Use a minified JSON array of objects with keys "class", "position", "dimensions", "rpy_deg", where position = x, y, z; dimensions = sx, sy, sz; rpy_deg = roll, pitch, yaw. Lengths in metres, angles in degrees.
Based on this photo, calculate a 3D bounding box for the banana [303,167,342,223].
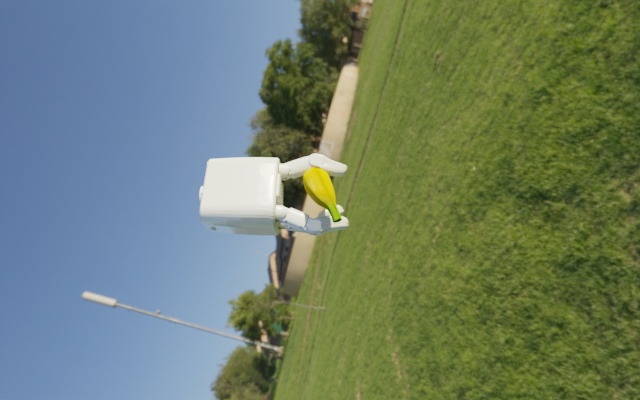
[{"class":"banana","position":[-0.004,-0.015,0.694],"dimensions":[0.037,0.069,0.197],"rpy_deg":[-13,9,-2]}]
